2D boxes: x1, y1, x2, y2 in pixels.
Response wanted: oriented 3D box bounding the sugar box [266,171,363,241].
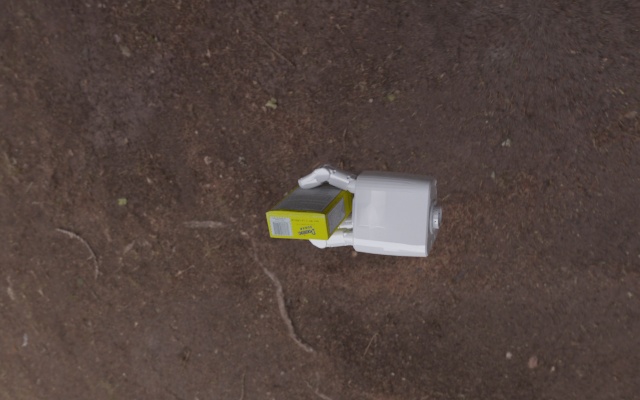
[{"bbox_3d":[0.000,0.003,0.725,0.093,0.048,0.176,2,21,24],"label":"sugar box"}]
